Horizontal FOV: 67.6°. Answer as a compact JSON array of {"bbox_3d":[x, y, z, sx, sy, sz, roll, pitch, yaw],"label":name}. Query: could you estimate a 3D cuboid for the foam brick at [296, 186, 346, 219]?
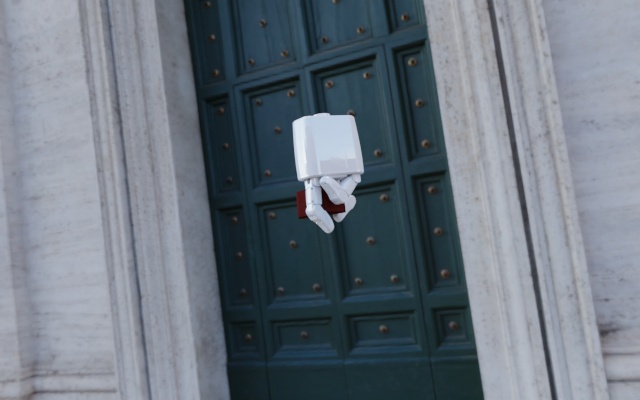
[{"bbox_3d":[0.000,0.003,0.870,0.053,0.051,0.078,-4,-6,-41],"label":"foam brick"}]
